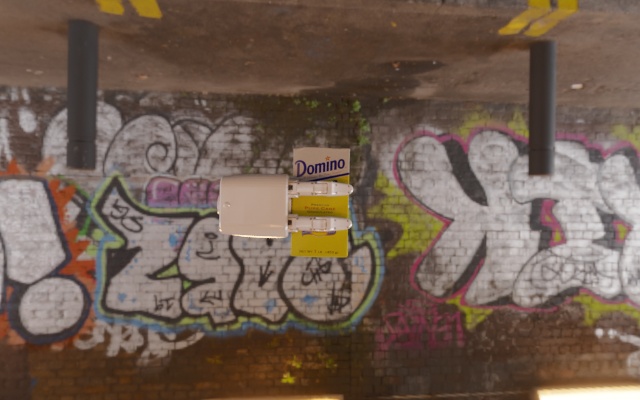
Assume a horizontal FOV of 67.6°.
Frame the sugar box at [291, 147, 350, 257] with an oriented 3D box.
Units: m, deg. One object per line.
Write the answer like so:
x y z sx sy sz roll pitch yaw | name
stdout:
0.000 0.003 0.778 0.093 0.176 0.048 1 0 0 | sugar box
